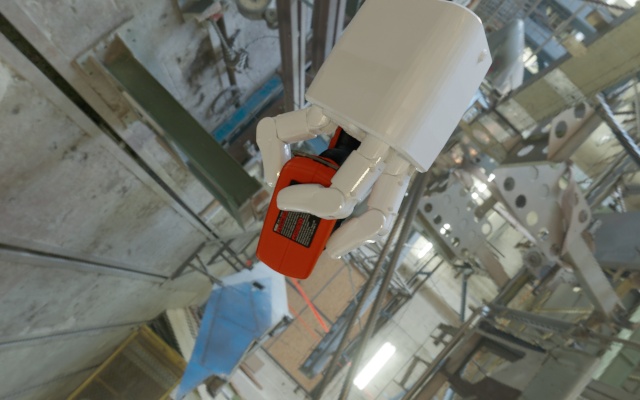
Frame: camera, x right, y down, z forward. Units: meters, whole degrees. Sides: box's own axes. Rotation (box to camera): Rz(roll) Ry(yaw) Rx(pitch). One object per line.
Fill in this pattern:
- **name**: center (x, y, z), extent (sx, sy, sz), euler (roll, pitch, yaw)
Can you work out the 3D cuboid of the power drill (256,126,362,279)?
- **power drill**: center (0.000, 0.001, 0.477), extent (0.057, 0.184, 0.187), euler (22, 24, 7)
